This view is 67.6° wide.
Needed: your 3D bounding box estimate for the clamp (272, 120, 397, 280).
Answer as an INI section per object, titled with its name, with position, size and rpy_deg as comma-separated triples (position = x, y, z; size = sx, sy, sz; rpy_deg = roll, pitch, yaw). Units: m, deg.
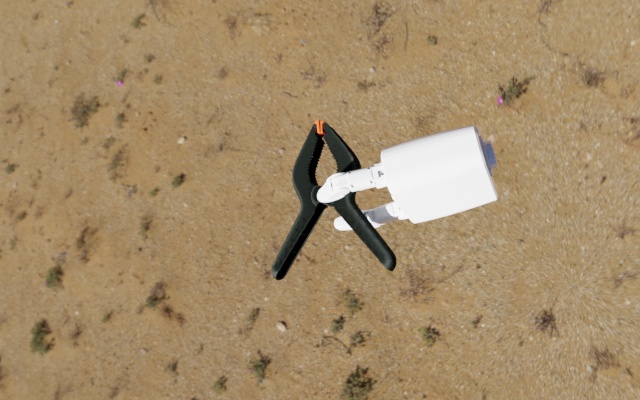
[clamp]
position = 0.000, 0.001, 0.615
size = 0.164, 0.210, 0.036
rpy_deg = -15, -16, 20
